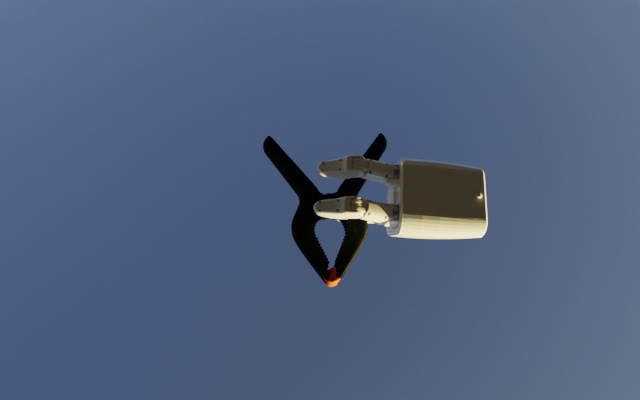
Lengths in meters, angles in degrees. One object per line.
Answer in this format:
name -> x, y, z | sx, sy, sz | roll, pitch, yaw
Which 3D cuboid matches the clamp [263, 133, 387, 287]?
clamp -> 0.000, 0.003, 0.608 | 0.164, 0.210, 0.036 | 4, -22, 1
